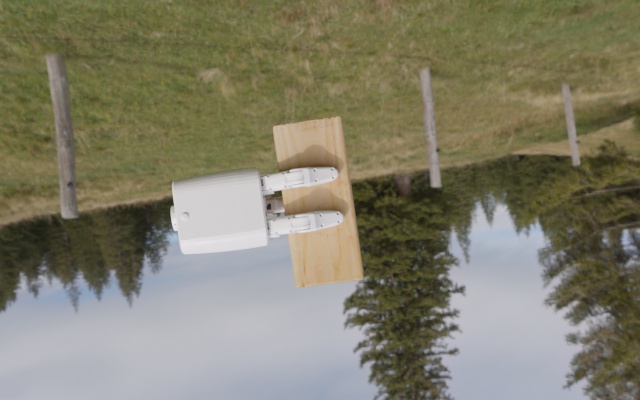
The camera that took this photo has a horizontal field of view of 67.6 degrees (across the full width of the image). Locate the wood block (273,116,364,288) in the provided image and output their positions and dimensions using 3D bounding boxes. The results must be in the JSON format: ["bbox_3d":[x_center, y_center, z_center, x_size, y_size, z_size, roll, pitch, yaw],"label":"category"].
[{"bbox_3d":[0.000,0.002,0.640,0.090,0.206,0.091,-8,0,4],"label":"wood block"}]
